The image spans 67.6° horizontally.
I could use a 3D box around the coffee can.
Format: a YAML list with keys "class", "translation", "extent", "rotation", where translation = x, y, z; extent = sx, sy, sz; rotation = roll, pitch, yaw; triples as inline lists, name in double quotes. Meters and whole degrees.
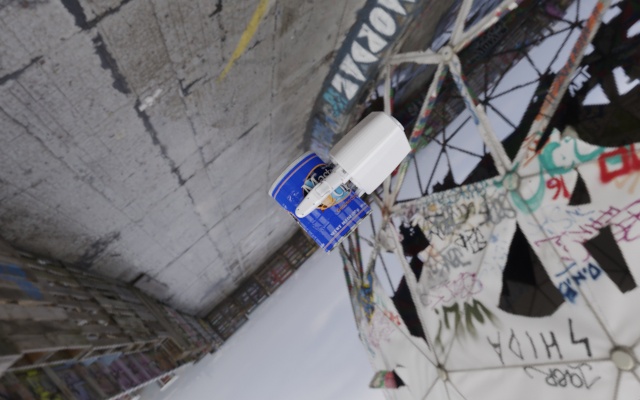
- class: "coffee can"
  translation: [0.000, 0.003, 0.778]
  extent: [0.103, 0.140, 0.103]
  rotation: [-44, -6, -6]
